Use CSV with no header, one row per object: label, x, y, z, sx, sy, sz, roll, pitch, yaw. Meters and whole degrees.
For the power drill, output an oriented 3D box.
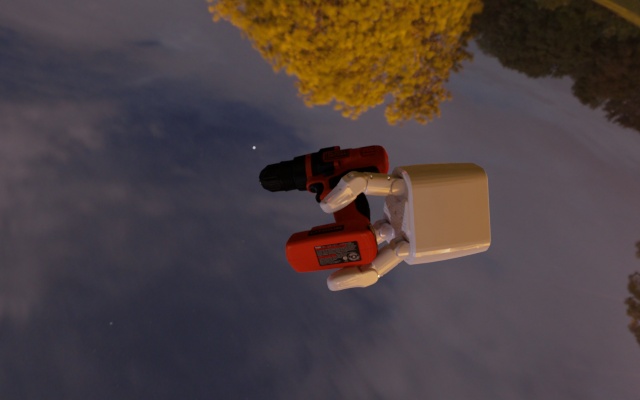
power drill,0.000,0.002,0.615,0.184,0.057,0.187,-10,42,11
